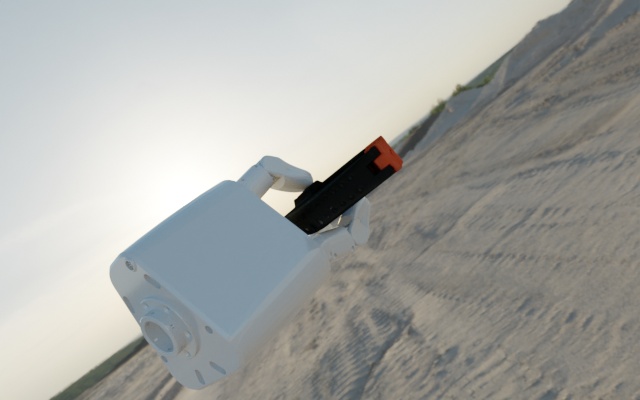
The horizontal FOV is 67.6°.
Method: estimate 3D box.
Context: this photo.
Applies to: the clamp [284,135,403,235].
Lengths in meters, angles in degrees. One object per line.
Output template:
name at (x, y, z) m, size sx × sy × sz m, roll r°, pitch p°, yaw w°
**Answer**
clamp at (0.000, 0.001, 0.435) m, size 0.210 × 0.036 × 0.164 m, roll -38°, pitch 6°, yaw 41°
